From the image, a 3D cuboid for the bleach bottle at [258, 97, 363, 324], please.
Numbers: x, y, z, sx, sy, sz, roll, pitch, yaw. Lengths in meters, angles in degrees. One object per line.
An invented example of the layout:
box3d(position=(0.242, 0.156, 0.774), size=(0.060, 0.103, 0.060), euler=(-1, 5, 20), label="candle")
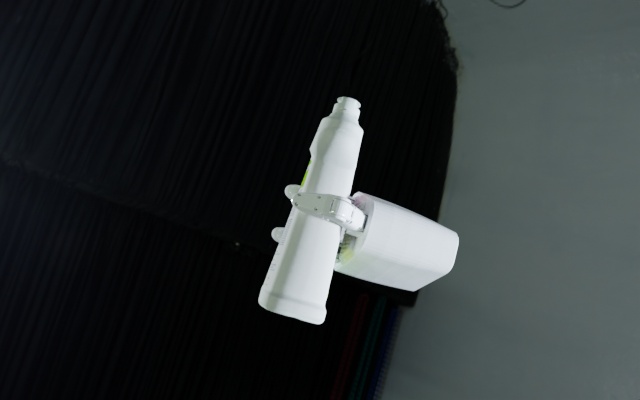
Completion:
box3d(position=(0.000, 0.002, 0.528), size=(0.068, 0.250, 0.102), euler=(18, -11, -9), label="bleach bottle")
